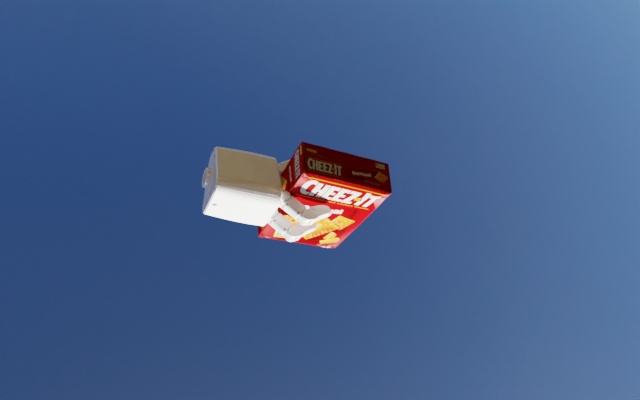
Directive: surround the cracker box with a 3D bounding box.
[{"bbox_3d":[0.000,0.003,0.845,0.164,0.072,0.214,11,-35,-23],"label":"cracker box"}]
